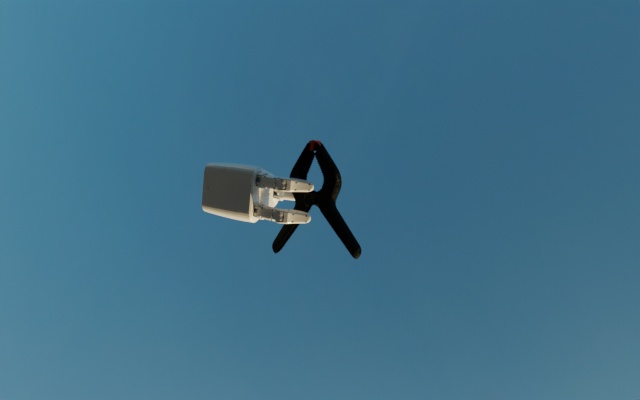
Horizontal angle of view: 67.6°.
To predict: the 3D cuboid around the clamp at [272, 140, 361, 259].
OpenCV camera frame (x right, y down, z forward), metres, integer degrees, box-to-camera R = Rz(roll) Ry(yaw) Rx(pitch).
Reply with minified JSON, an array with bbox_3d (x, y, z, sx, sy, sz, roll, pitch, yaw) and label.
[{"bbox_3d":[0.000,0.002,0.829,0.164,0.210,0.036,9,8,18],"label":"clamp"}]
